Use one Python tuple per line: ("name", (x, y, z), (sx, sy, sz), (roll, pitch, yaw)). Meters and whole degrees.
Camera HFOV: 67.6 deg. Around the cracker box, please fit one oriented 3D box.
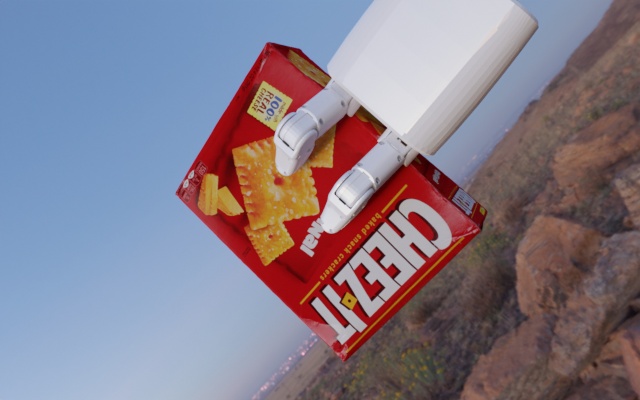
("cracker box", (0.000, 0.001, 0.403), (0.213, 0.164, 0.072), (43, 24, 9))
